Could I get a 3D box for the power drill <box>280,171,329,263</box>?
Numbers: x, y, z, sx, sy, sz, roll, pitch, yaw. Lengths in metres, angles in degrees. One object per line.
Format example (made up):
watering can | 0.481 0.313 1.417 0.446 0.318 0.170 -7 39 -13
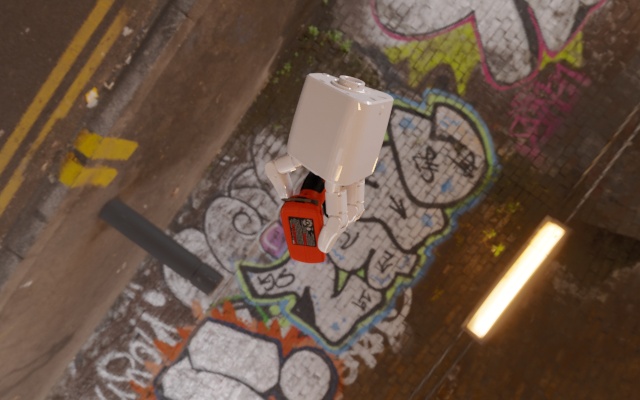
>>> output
power drill | 0.000 0.002 0.712 0.057 0.185 0.187 2 40 15
